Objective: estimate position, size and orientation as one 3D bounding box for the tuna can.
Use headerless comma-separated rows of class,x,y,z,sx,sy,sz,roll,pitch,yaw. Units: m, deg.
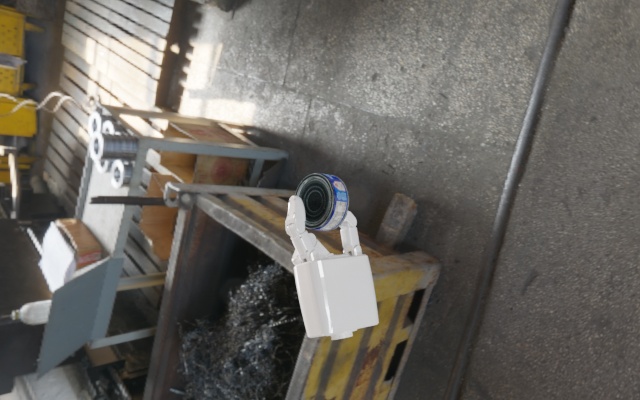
tuna can,0.000,0.002,0.712,0.086,0.086,0.034,0,-5,44
